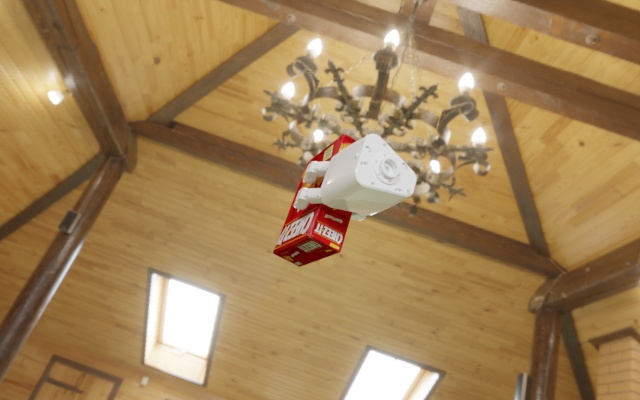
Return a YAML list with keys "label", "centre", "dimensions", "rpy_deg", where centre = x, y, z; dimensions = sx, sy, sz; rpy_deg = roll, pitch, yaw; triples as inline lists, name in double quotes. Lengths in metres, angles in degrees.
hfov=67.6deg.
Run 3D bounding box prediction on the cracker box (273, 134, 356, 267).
- label: "cracker box"
  centre: [0.000, 0.003, 0.891]
  dimensions: [0.072, 0.213, 0.164]
  rpy_deg: [28, -27, -18]
